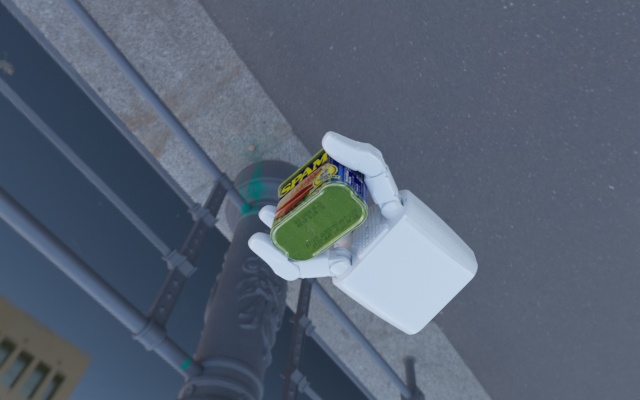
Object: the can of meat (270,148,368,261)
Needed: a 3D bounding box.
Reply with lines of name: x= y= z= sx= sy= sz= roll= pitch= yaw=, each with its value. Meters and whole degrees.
can of meat: x=0.000 y=0.002 z=0.468 sx=0.102 sy=0.057 sz=0.084 roll=-38 pitch=22 yaw=24
